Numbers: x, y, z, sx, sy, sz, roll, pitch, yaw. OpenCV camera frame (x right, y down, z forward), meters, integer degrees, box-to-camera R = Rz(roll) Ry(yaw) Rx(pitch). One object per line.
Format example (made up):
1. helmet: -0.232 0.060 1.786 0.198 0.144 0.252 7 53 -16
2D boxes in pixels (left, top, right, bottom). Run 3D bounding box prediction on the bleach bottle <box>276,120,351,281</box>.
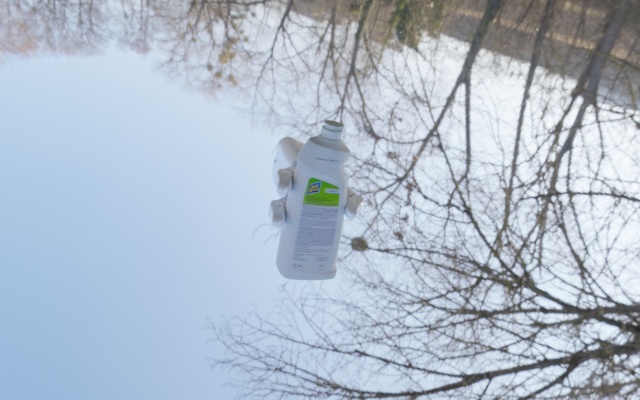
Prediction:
1. bleach bottle: 0.000 0.002 0.728 0.102 0.251 0.068 3 27 -22
